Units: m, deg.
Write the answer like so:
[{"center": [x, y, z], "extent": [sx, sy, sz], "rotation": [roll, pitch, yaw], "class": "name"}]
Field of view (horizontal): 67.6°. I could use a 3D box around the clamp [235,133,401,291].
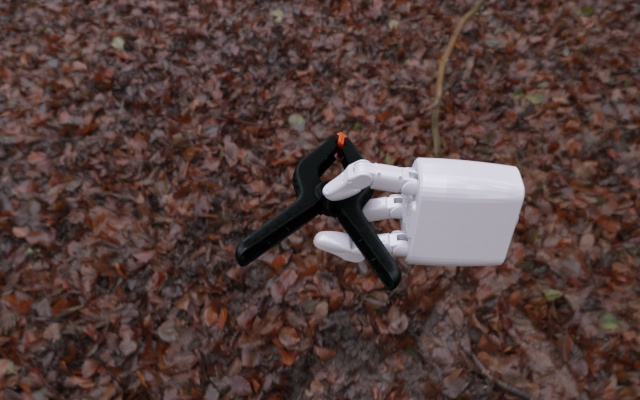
[{"center": [0.000, 0.001, 0.528], "extent": [0.164, 0.209, 0.036], "rotation": [4, -42, -1], "class": "clamp"}]
